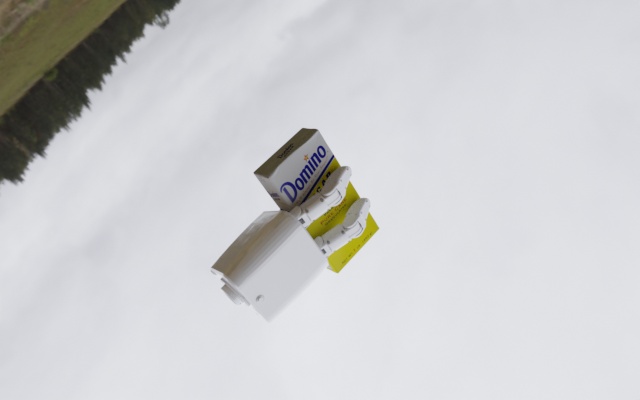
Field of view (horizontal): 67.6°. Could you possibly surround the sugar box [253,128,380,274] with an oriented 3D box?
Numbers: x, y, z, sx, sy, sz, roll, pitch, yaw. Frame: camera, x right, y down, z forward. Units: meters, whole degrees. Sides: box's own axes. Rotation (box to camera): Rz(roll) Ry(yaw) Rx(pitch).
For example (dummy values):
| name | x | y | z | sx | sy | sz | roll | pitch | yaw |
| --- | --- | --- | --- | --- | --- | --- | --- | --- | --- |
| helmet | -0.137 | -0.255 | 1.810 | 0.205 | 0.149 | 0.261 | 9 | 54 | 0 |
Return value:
| name | x | y | z | sx | sy | sz | roll | pitch | yaw |
| --- | --- | --- | --- | --- | --- | --- | --- | --- | --- |
| sugar box | 0.000 | 0.002 | 0.626 | 0.093 | 0.176 | 0.048 | -46 | 33 | -19 |
